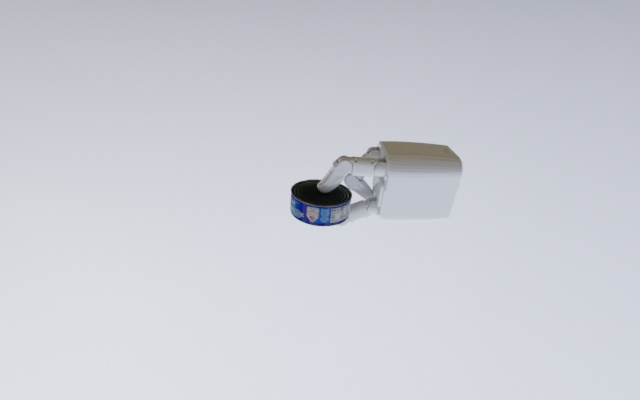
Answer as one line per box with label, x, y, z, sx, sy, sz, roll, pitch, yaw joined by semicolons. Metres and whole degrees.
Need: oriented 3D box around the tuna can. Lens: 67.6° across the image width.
tuna can;0.000;0.003;0.670;0.086;0.034;0.086;5;26;-2
